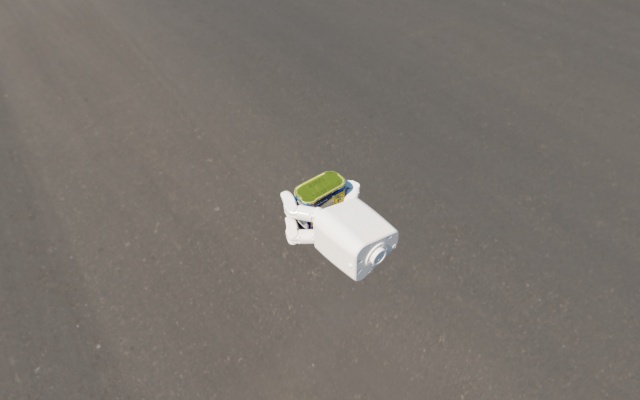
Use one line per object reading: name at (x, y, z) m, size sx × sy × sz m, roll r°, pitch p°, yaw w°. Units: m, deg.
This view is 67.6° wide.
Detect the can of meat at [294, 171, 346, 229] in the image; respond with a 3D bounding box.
can of meat at (0.000, 0.003, 0.886) m, size 0.102 × 0.084 × 0.057 m, roll -30°, pitch 51°, yaw -25°
